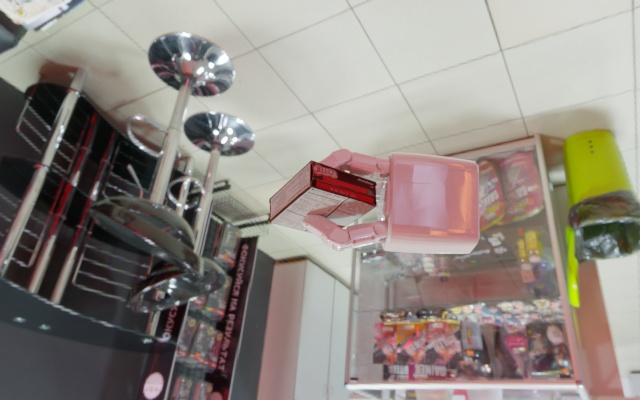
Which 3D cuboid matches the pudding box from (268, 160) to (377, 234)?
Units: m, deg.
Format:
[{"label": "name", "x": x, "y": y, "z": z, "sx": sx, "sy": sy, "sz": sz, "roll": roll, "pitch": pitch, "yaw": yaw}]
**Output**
[{"label": "pudding box", "x": 0.000, "y": 0.002, "z": 0.576, "sx": 0.090, "sy": 0.039, "sz": 0.113, "roll": 18, "pitch": -34, "yaw": -26}]
